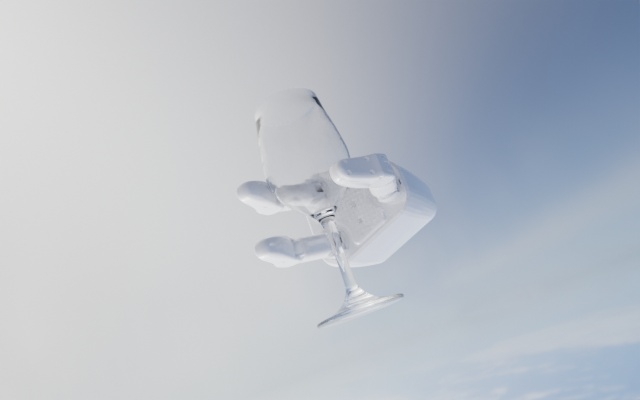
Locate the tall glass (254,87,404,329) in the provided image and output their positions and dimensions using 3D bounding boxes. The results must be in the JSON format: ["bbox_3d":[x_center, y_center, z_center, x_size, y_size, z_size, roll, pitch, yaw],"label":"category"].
[{"bbox_3d":[0.000,0.002,0.414,0.079,0.201,0.079,-18,-18,-6],"label":"tall glass"}]
